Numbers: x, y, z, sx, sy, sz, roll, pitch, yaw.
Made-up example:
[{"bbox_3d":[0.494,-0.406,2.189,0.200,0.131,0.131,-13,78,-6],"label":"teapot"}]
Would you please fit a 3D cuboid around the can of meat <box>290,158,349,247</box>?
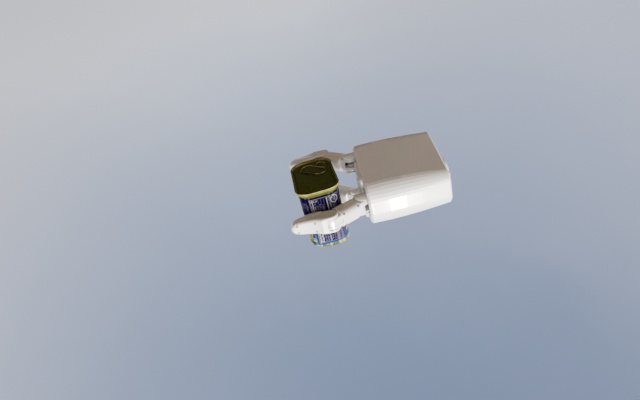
[{"bbox_3d":[0.000,0.002,0.642,0.057,0.084,0.102,-16,28,-1],"label":"can of meat"}]
